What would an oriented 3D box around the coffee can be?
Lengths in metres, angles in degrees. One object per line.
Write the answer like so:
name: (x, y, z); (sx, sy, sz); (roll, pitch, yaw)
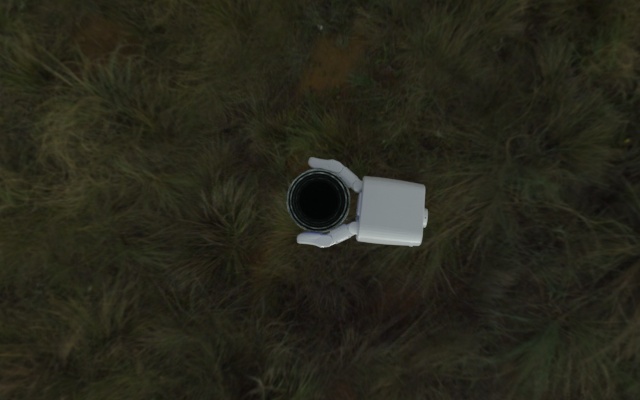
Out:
coffee can: (0.000, 0.003, 0.825); (0.103, 0.103, 0.140); (0, -2, 3)
